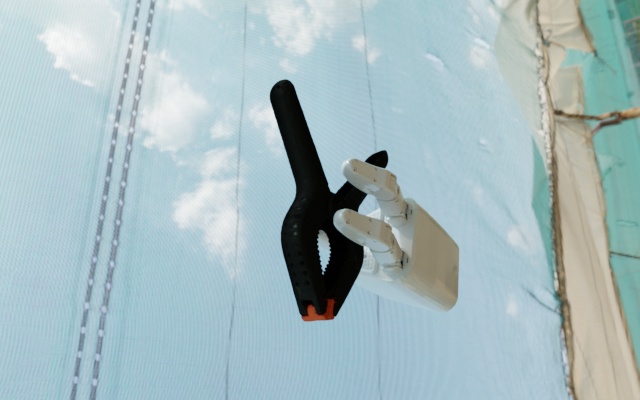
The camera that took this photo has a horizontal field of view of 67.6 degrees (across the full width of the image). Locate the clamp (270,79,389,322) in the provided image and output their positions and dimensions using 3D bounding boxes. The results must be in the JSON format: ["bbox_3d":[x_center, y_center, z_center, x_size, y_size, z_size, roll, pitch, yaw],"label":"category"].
[{"bbox_3d":[0.000,0.002,0.439,0.036,0.210,0.165,-17,-39,41],"label":"clamp"}]
